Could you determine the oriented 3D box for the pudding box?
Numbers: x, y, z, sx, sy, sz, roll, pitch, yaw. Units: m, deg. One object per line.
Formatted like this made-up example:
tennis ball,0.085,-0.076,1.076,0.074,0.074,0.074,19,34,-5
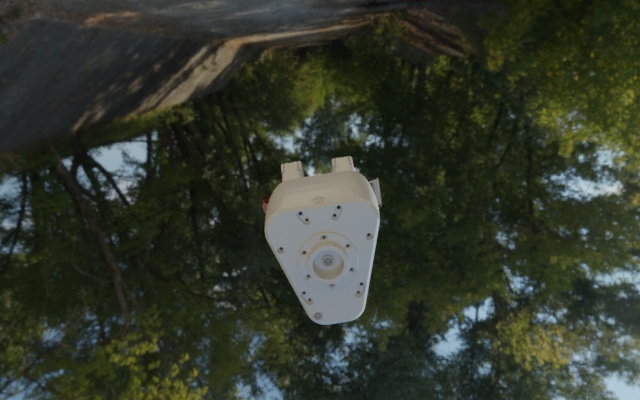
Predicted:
pudding box,0.000,0.002,0.550,0.113,0.039,0.090,-15,12,-26
